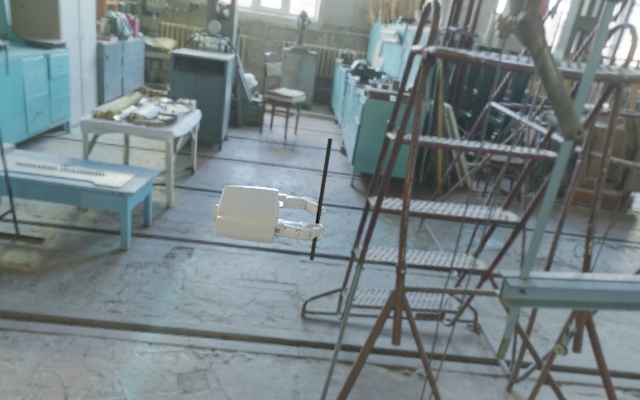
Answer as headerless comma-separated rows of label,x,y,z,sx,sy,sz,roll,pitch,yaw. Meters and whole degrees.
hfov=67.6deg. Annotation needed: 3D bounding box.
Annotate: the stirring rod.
stirring rod,0.000,0.003,0.882,0.011,0.240,0.011,8,21,-3
